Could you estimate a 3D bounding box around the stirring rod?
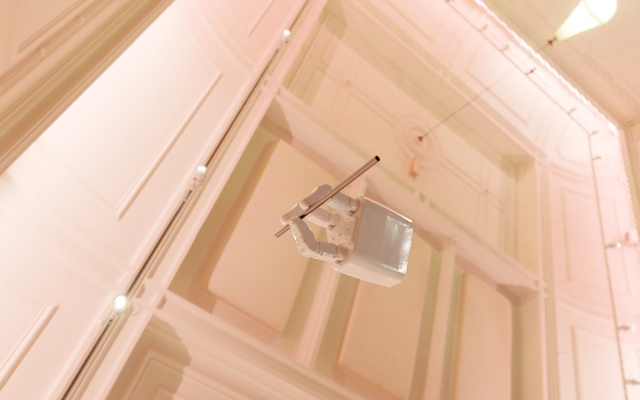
[{"bbox_3d":[0.000,0.002,0.643,0.011,0.011,0.240,0,-25,-38],"label":"stirring rod"}]
